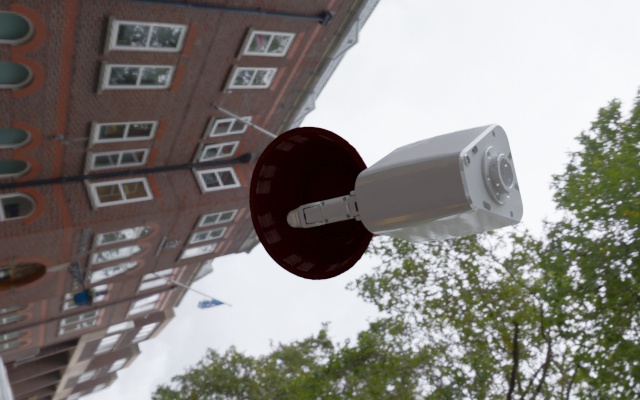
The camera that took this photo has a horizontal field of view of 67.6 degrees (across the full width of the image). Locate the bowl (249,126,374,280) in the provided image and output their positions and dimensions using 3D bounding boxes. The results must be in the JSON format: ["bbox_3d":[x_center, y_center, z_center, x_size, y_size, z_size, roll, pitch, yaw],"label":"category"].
[{"bbox_3d":[-0.001,0.002,0.520,0.162,0.162,0.055,0,5,33],"label":"bowl"}]
